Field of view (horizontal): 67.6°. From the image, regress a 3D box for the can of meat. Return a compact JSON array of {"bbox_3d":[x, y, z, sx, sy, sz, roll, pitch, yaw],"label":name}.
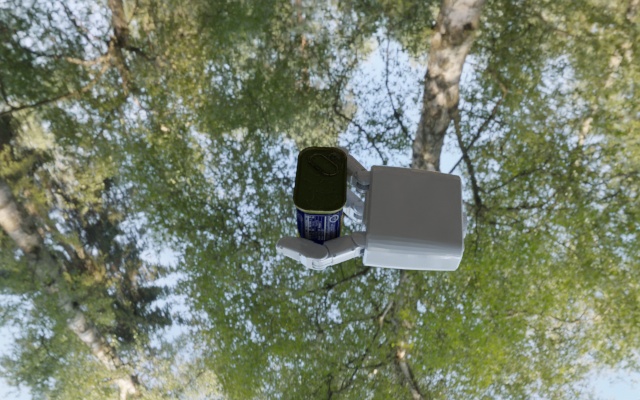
[{"bbox_3d":[0.000,0.002,0.555,0.057,0.102,0.084,2,-43,1],"label":"can of meat"}]
